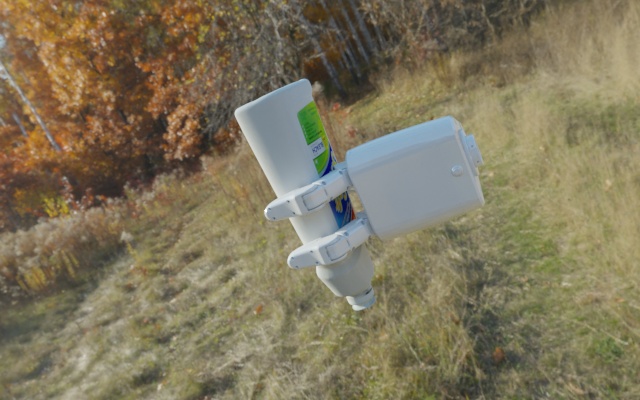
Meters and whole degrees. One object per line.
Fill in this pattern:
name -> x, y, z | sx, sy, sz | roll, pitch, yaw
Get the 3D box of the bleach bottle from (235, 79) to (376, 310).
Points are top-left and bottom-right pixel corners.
bleach bottle -> 0.000, 0.002, 0.516 | 0.068, 0.251, 0.102 | -19, 14, 22
